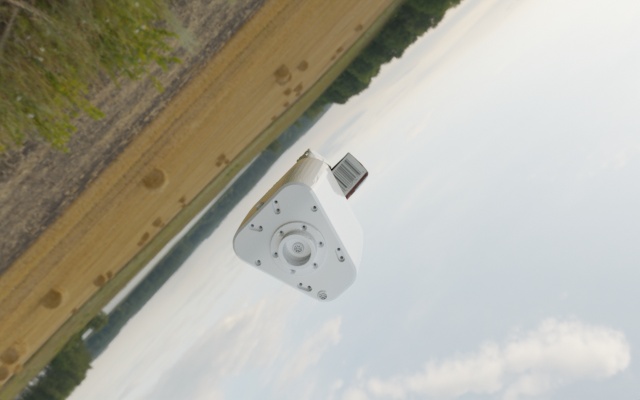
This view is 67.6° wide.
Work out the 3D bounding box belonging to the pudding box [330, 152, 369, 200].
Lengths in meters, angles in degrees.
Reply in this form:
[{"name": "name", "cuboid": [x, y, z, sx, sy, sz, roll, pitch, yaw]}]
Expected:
[{"name": "pudding box", "cuboid": [0.000, 0.002, 0.573, 0.113, 0.039, 0.090, -46, 3, -14]}]
